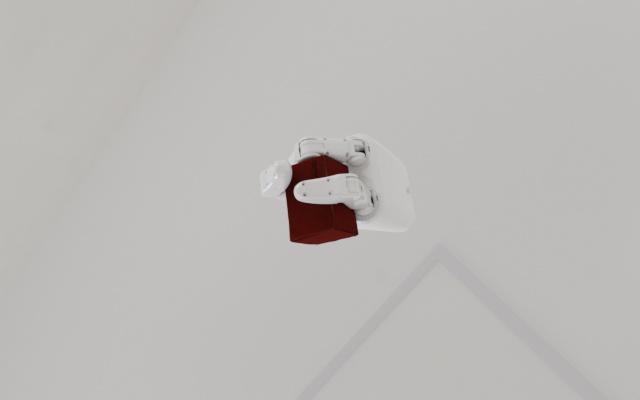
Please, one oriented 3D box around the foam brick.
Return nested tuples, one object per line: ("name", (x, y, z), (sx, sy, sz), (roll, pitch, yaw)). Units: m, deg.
("foam brick", (0.000, 0.002, 0.479), (0.053, 0.078, 0.051), (-16, -19, 27))
